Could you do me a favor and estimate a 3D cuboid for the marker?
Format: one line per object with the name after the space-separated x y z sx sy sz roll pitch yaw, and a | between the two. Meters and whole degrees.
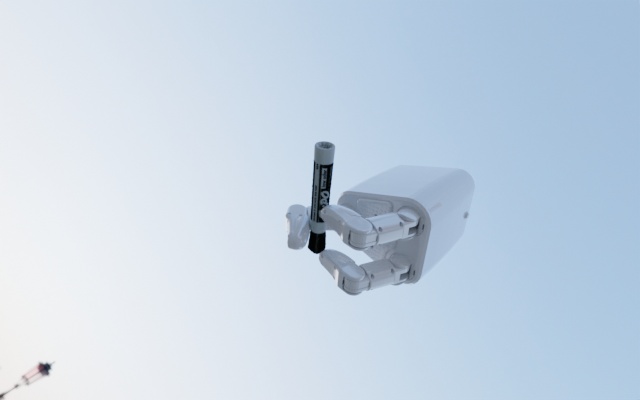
0.000 0.002 0.460 0.020 0.121 0.020 3 32 -2 | marker
